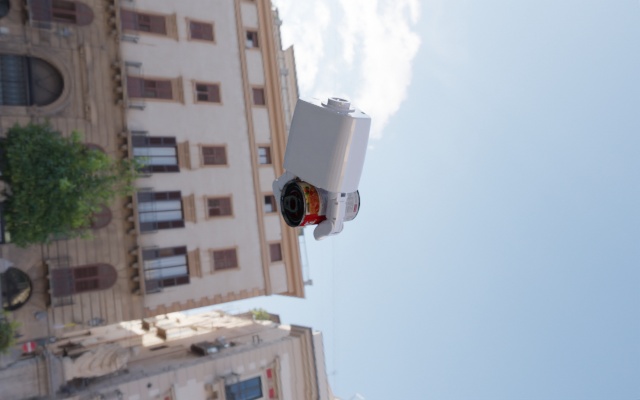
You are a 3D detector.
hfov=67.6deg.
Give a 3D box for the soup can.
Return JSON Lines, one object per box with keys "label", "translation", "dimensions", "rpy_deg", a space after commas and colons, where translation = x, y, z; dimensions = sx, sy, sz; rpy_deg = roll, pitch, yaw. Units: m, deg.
{"label": "soup can", "translation": [0.000, 0.003, 0.715], "dimensions": [0.102, 0.068, 0.068], "rpy_deg": [-4, 2, -35]}
